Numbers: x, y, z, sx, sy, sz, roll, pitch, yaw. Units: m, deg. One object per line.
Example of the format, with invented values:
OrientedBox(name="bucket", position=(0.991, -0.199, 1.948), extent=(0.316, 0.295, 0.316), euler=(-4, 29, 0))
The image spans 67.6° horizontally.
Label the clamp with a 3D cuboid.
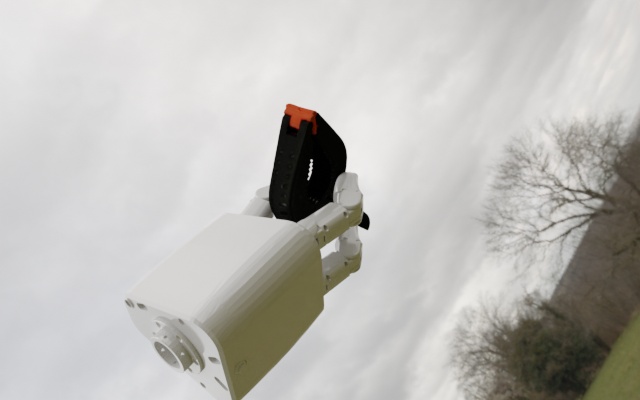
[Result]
OrientedBox(name="clamp", position=(-0.001, 0.001, 0.443), extent=(0.036, 0.210, 0.164), euler=(21, 43, 27))
